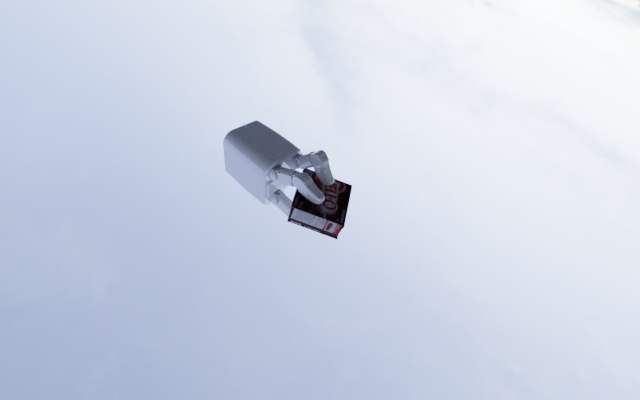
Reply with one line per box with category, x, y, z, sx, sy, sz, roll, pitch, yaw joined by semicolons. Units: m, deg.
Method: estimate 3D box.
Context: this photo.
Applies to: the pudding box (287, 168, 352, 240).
pudding box;0.000;0.003;0.790;0.090;0.039;0.113;20;41;-4
